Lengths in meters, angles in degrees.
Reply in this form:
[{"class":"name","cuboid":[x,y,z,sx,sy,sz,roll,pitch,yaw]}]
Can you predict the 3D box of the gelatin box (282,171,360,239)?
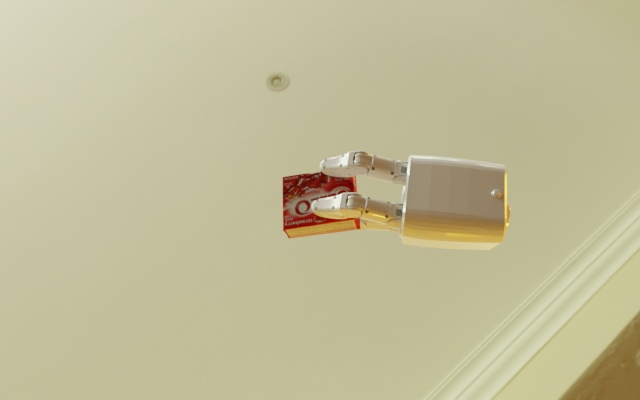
[{"class":"gelatin box","cuboid":[0.000,0.002,0.567,0.089,0.073,0.030,-9,-30,9]}]
